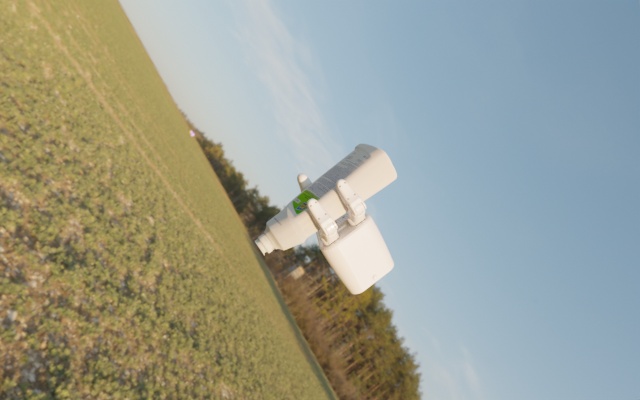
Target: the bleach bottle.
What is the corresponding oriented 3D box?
[{"bbox_3d":[0.000,0.003,0.787,0.251,0.068,0.102,-35,24,-11],"label":"bleach bottle"}]
